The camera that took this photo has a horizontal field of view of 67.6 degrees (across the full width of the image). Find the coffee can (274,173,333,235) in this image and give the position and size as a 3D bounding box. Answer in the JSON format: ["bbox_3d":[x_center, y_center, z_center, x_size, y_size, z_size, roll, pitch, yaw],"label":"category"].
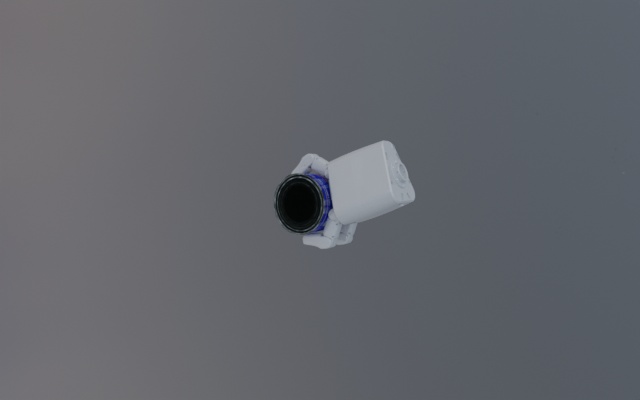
[{"bbox_3d":[0.000,0.003,0.843,0.103,0.103,0.140,0,3,32],"label":"coffee can"}]
